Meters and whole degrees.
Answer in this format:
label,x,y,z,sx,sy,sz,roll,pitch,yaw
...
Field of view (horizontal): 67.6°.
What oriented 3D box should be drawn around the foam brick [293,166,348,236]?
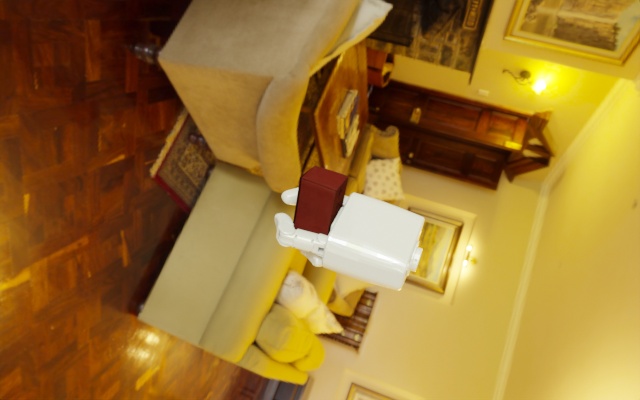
label,x,y,z,sx,sy,sz,roll,pitch,yaw
foam brick,0.000,0.002,0.634,0.051,0.078,0.053,18,30,15
